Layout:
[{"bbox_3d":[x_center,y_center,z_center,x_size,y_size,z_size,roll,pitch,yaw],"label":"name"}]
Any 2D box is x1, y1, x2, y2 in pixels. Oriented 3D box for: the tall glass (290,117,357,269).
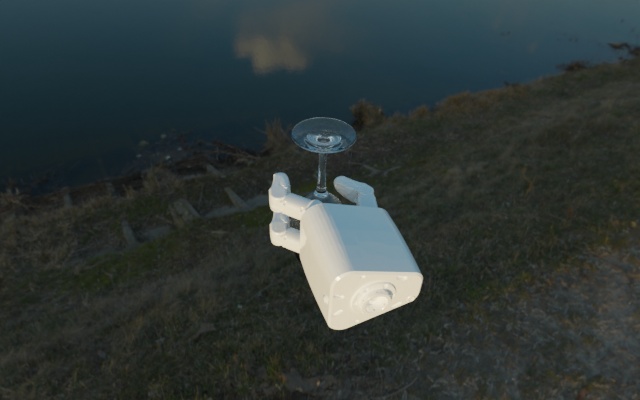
[{"bbox_3d":[0.000,0.001,0.602,0.079,0.201,0.079,2,39,-1],"label":"tall glass"}]
